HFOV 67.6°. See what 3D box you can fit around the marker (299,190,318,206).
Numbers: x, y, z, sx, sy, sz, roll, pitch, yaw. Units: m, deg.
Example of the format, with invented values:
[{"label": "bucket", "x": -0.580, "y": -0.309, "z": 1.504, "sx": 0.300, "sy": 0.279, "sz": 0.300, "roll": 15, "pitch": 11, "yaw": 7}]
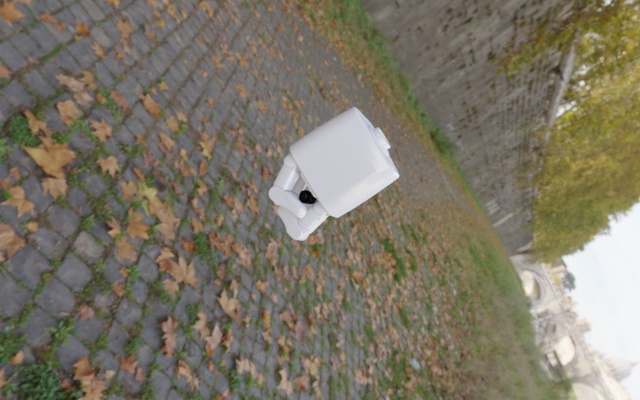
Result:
[{"label": "marker", "x": 0.000, "y": 0.002, "z": 0.687, "sx": 0.020, "sy": 0.020, "sz": 0.121, "roll": 0, "pitch": -8, "yaw": 23}]
